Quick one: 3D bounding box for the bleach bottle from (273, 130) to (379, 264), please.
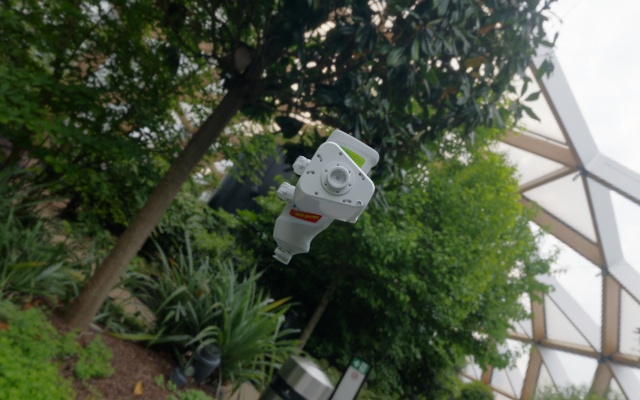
[{"bbox_3d":[0.000,0.003,0.849,0.102,0.250,0.068,31,-12,2],"label":"bleach bottle"}]
